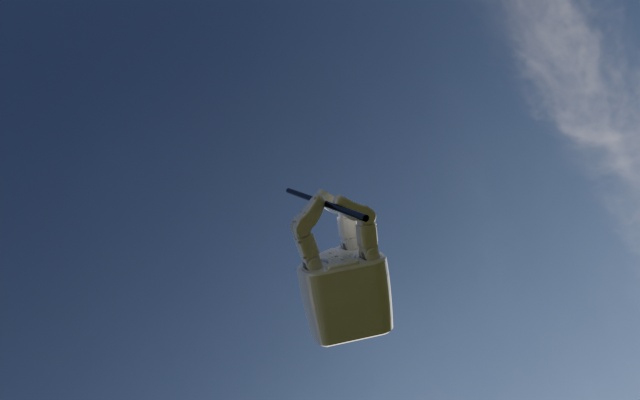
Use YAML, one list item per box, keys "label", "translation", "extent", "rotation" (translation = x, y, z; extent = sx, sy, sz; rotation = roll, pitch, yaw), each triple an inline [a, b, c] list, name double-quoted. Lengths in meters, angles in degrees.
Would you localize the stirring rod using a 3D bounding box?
- label: "stirring rod"
  translation: [0.000, 0.002, 0.624]
  extent: [0.011, 0.011, 0.239]
  rotation: [0, 8, -24]
